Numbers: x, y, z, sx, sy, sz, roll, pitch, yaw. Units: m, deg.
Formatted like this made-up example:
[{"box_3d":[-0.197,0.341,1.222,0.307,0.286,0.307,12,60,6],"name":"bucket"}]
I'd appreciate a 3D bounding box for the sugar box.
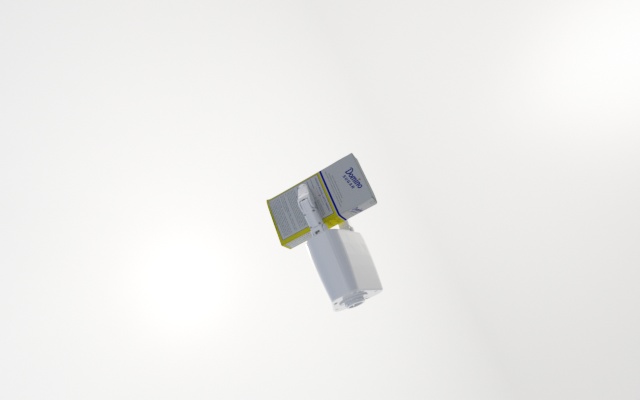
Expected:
[{"box_3d":[0.000,0.003,0.814,0.176,0.093,0.048,-27,-24,10],"name":"sugar box"}]
